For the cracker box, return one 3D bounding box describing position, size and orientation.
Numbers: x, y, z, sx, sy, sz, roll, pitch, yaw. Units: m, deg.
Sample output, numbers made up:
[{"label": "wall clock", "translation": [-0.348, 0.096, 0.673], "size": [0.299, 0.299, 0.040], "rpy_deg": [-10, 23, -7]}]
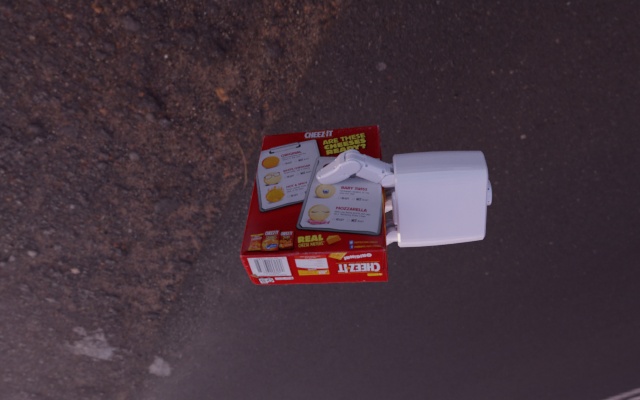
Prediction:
[{"label": "cracker box", "translation": [0.000, 0.002, 0.610], "size": [0.164, 0.213, 0.072], "rpy_deg": [-4, -44, 8]}]
